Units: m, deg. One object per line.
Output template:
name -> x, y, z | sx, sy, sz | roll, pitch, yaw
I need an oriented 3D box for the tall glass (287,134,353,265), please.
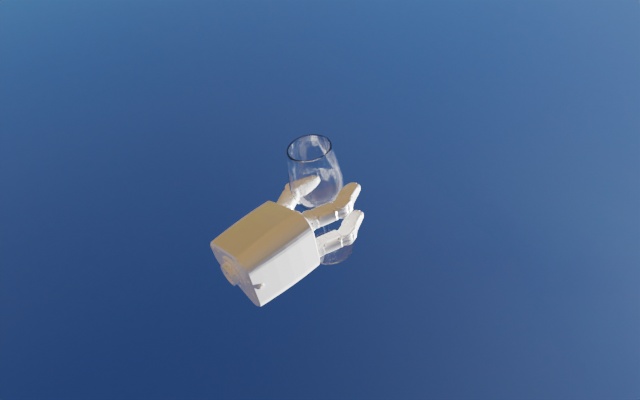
tall glass -> 0.000, 0.003, 0.706 | 0.079, 0.201, 0.079 | -7, 41, 6
